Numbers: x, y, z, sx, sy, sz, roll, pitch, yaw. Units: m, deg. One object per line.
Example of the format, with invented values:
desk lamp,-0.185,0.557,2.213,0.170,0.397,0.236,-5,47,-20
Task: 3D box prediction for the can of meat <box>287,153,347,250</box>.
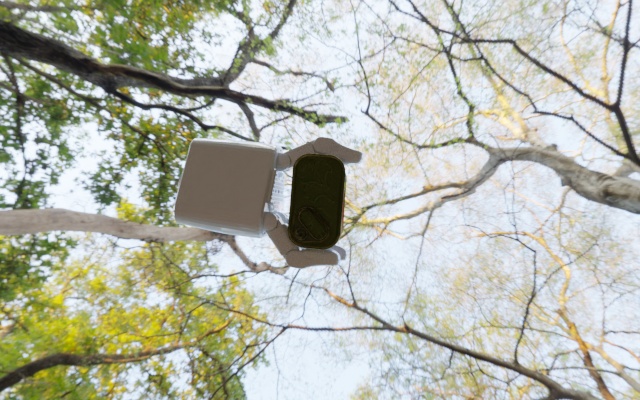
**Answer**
can of meat,0.000,0.002,0.549,0.057,0.102,0.084,4,-1,6
